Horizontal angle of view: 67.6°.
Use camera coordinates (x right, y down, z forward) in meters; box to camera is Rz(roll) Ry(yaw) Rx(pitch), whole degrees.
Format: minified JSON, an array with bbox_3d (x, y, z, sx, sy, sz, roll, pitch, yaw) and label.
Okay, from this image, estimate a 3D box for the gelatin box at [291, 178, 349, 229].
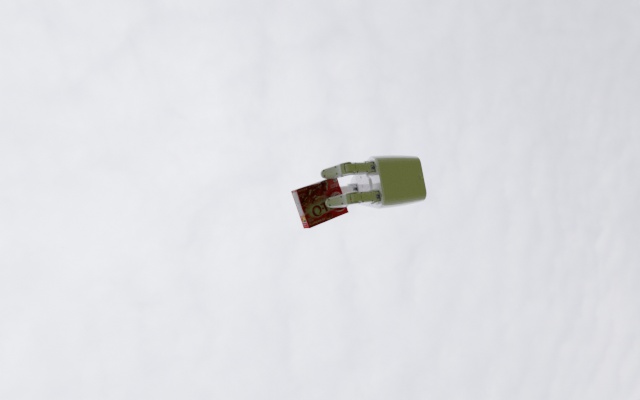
[{"bbox_3d":[0.000,0.003,0.865,0.089,0.073,0.030,-20,4,-26],"label":"gelatin box"}]
